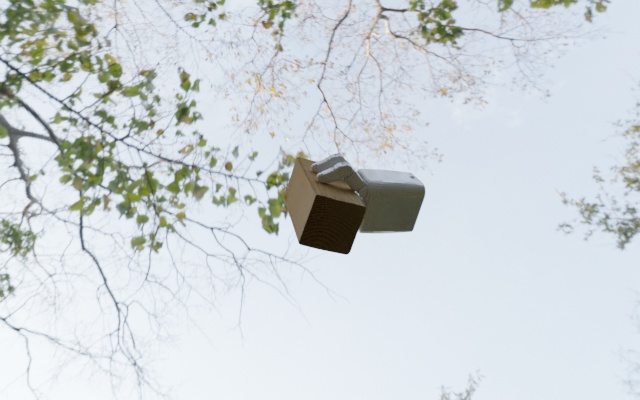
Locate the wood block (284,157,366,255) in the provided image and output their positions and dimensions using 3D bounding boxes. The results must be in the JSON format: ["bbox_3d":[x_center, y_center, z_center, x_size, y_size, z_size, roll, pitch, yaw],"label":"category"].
[{"bbox_3d":[0.000,0.003,0.848,0.090,0.091,0.206,14,18,-16],"label":"wood block"}]
